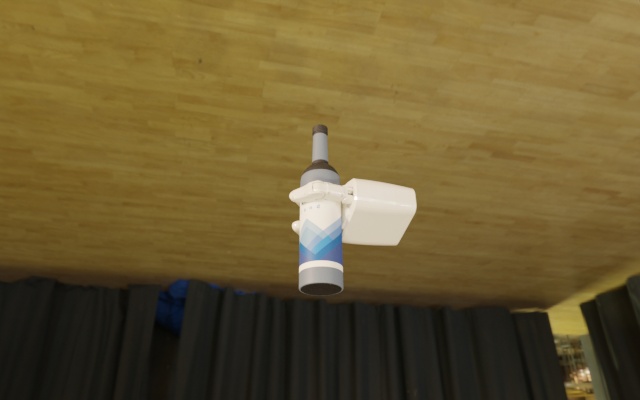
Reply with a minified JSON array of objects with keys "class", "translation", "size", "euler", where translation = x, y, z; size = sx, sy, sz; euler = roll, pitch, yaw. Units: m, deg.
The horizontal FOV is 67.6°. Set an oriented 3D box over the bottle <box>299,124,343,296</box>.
[{"class":"bottle","translation":[0.000,0.003,0.779],"size":[0.069,0.295,0.069],"euler":[0,-28,0]}]
